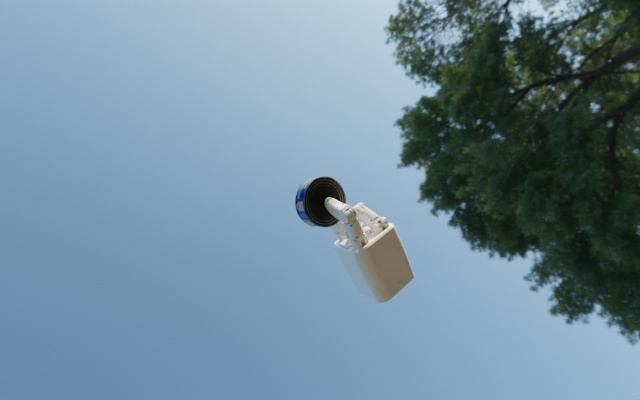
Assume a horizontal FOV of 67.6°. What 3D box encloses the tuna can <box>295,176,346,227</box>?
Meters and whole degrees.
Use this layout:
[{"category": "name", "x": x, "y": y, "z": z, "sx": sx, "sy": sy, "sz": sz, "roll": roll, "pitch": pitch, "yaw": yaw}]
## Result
[{"category": "tuna can", "x": 0.000, "y": 0.003, "z": 0.815, "sx": 0.086, "sy": 0.086, "sz": 0.034, "roll": 0, "pitch": -1, "yaw": -34}]
